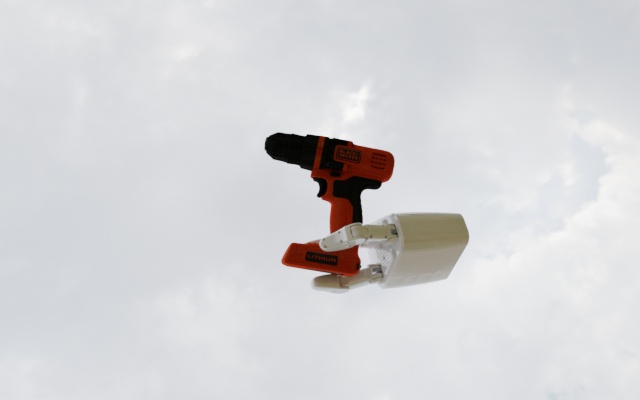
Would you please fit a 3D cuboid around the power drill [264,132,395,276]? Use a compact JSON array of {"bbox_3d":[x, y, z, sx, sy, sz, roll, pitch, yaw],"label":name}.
[{"bbox_3d":[0.000,0.003,0.655,0.184,0.187,0.057,10,-10,2],"label":"power drill"}]
